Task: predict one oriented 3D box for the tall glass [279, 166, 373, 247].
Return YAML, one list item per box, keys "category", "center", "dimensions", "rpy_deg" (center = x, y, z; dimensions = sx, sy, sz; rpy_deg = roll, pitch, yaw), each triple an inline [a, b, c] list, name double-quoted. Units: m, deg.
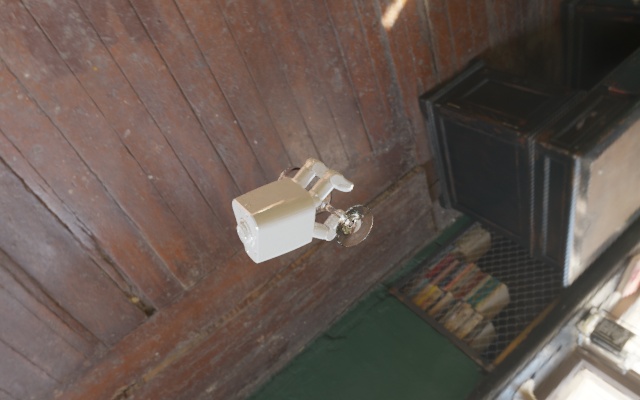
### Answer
- category: "tall glass"
  center: [0.001, 0.003, 0.837]
  dimensions: [0.079, 0.079, 0.201]
  rpy_deg: [0, 23, -37]
